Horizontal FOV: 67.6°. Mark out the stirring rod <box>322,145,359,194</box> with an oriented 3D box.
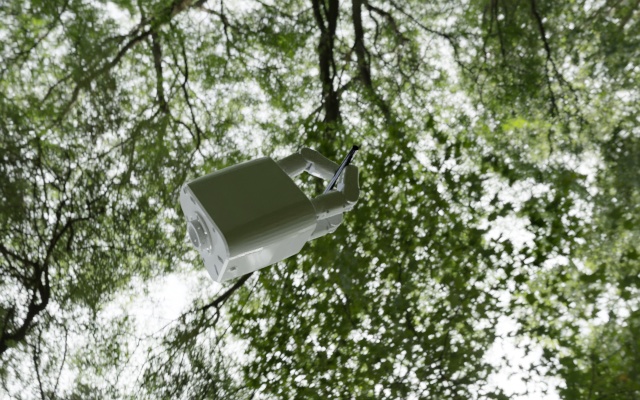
[{"bbox_3d":[0.000,0.002,0.635,0.011,0.011,0.240,0,-31,-22],"label":"stirring rod"}]
